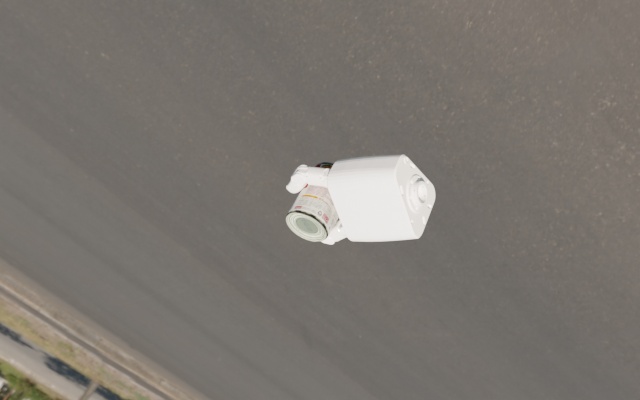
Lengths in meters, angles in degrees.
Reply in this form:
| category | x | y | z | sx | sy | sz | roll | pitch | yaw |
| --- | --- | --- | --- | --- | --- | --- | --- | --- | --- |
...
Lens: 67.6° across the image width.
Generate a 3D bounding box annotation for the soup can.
| category | x | y | z | sx | sy | sz | roll | pitch | yaw |
| --- | --- | --- | --- | --- | --- | --- | --- | --- | --- |
| soup can | 0.000 | 0.002 | 0.709 | 0.068 | 0.102 | 0.069 | 19 | -35 | 14 |
